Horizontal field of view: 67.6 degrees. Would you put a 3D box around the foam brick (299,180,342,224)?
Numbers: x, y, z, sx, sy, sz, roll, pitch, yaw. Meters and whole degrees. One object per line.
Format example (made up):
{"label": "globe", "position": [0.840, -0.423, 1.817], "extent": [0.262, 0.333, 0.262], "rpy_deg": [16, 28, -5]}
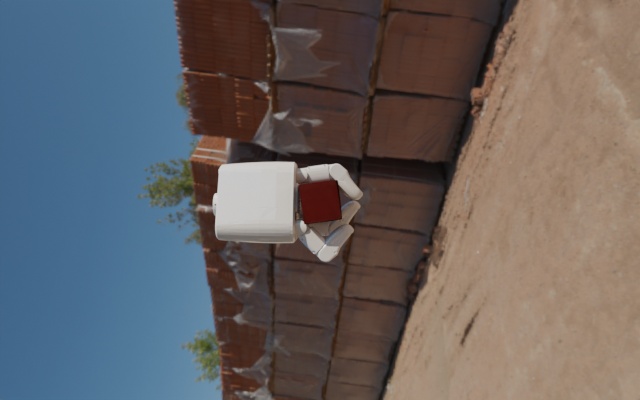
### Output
{"label": "foam brick", "position": [0.000, 0.002, 0.646], "extent": [0.051, 0.053, 0.078], "rpy_deg": [-7, 0, 0]}
